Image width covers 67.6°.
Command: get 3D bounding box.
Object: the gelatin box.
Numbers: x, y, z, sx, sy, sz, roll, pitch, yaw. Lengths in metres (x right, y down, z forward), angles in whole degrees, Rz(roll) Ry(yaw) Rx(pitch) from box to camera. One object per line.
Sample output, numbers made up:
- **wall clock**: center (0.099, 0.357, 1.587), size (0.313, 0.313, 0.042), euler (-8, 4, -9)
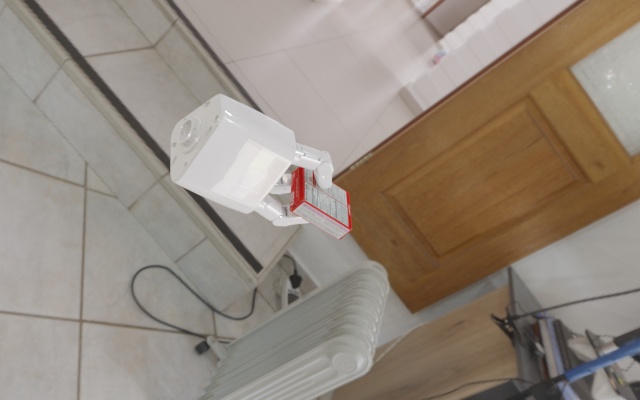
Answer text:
- **gelatin box**: center (0.001, 0.002, 0.645), size (0.089, 0.073, 0.030), euler (31, -54, -27)
